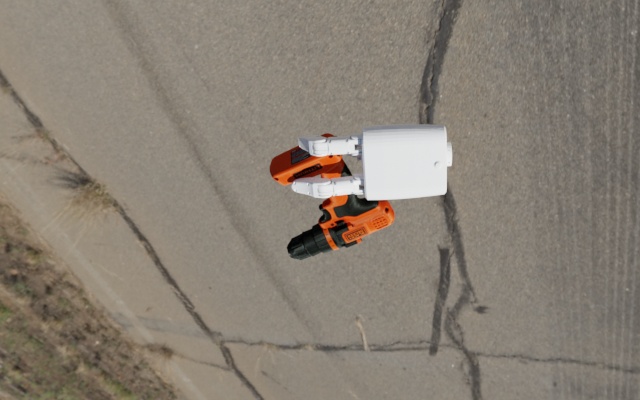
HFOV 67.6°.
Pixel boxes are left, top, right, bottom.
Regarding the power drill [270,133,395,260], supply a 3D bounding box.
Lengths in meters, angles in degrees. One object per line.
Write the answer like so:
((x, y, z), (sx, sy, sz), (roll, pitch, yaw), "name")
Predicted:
((0.000, 0.002, 0.725), (0.184, 0.188, 0.057), (-25, 38, 11), "power drill")
